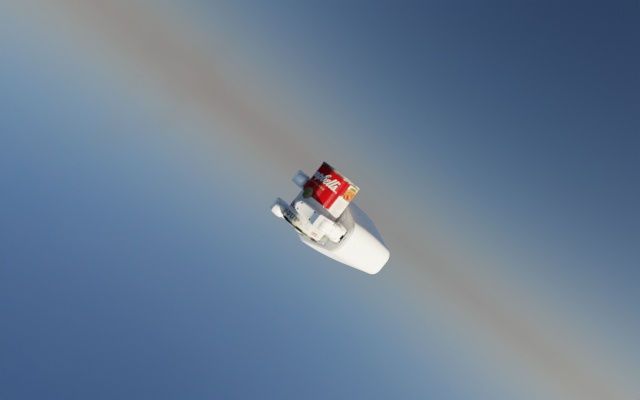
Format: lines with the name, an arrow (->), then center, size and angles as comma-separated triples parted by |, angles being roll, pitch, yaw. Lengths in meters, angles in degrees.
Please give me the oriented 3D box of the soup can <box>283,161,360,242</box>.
soup can -> 0.000, 0.002, 0.708 | 0.068, 0.102, 0.068 | 38, 2, -2
